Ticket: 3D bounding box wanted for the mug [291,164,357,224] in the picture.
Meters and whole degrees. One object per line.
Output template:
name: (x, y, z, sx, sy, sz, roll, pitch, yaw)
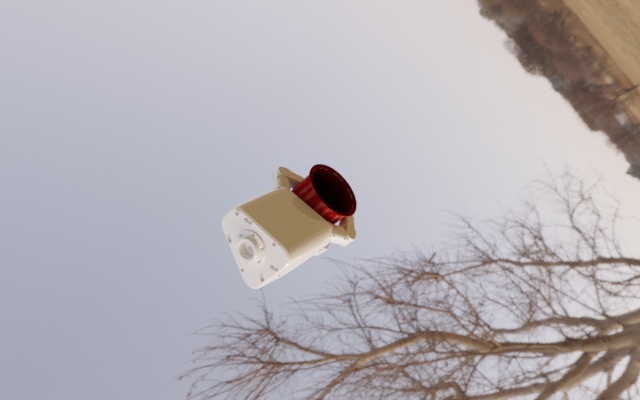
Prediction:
mug: (0.001, 0.002, 0.734, 0.081, 0.093, 0.117, -39, -7, 33)
